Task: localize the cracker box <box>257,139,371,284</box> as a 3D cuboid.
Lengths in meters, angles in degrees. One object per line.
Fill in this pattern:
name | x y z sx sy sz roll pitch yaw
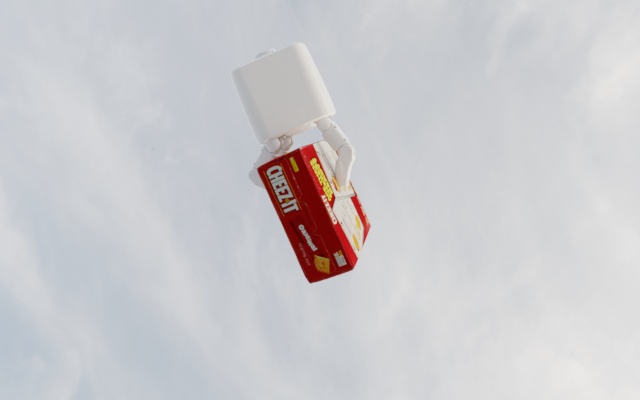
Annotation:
cracker box | 0.000 0.002 0.681 0.072 0.164 0.213 -23 6 15
